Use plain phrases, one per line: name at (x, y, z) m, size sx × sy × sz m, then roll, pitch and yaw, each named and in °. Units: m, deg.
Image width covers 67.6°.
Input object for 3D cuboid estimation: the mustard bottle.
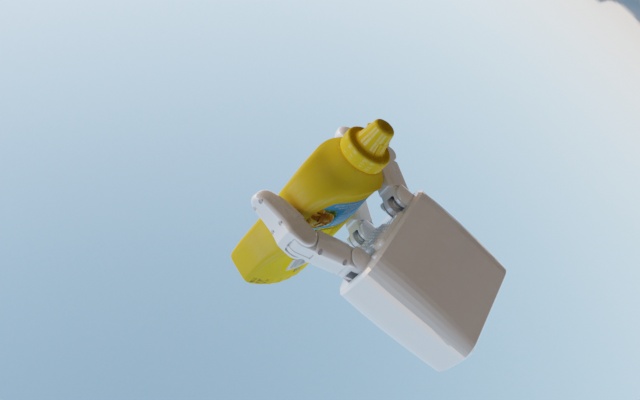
mustard bottle at (0.000, 0.001, 0.419) m, size 0.096 × 0.058 × 0.192 m, roll -14°, pitch -26°, yaw -46°
